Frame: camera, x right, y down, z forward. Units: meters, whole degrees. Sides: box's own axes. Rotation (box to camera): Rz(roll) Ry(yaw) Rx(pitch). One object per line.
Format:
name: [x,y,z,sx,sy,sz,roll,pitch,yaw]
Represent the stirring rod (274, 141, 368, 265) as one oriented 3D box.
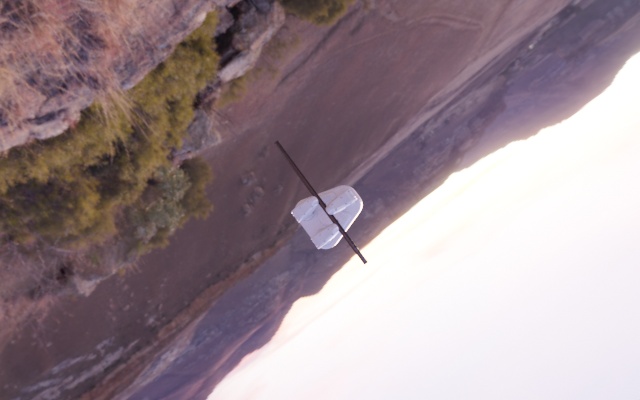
stirring rod: [0.000,0.002,0.757,0.011,0.239,0.011,-36,-5,-3]
